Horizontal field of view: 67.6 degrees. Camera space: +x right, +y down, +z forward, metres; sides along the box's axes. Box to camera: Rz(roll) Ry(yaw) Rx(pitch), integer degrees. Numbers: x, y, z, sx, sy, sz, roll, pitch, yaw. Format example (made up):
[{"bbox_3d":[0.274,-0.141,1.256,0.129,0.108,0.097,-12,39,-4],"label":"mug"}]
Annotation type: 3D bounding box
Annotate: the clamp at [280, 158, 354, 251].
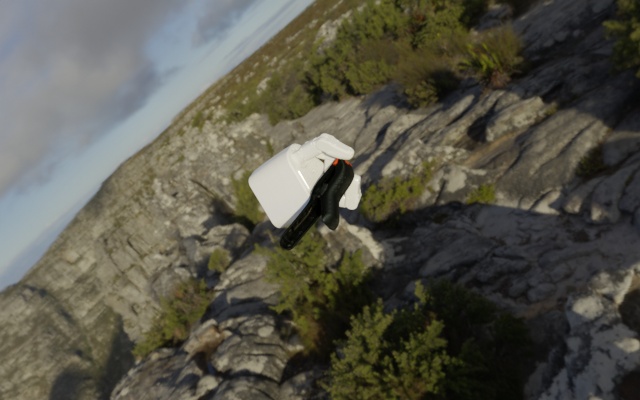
[{"bbox_3d":[0.000,0.002,0.709,0.120,0.039,0.171,-26,25,36],"label":"clamp"}]
